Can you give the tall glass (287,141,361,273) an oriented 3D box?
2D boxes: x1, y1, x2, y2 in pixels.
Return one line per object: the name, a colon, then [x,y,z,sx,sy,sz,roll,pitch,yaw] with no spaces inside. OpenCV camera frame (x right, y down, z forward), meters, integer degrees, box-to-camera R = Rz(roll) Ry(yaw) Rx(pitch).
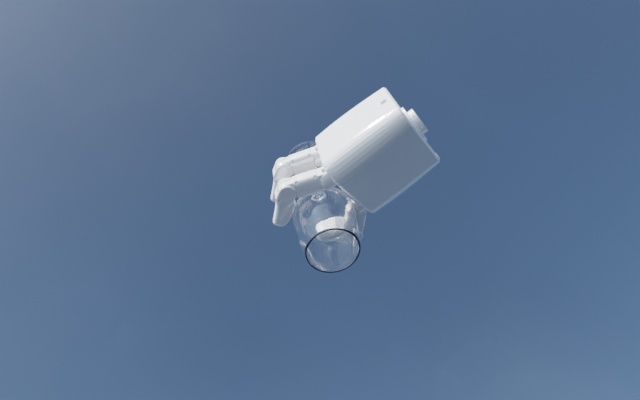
tall glass: [0.000,0.002,0.602,0.079,0.079,0.201,0,33,-9]
